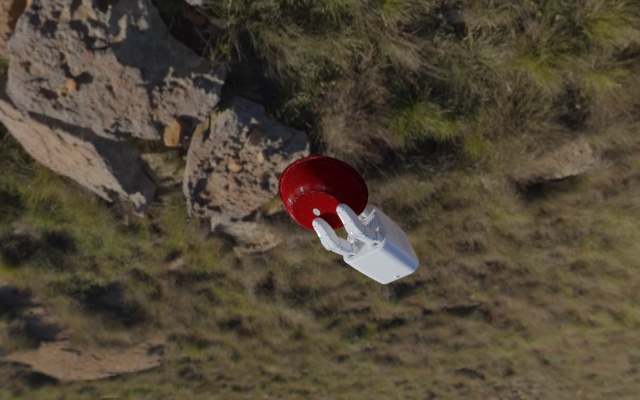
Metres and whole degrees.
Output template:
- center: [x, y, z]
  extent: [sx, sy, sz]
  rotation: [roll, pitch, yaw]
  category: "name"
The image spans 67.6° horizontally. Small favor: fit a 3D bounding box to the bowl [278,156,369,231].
- center: [-0.001, 0.002, 0.825]
  extent: [0.162, 0.162, 0.055]
  rotation: [0, 40, 12]
  category: "bowl"
